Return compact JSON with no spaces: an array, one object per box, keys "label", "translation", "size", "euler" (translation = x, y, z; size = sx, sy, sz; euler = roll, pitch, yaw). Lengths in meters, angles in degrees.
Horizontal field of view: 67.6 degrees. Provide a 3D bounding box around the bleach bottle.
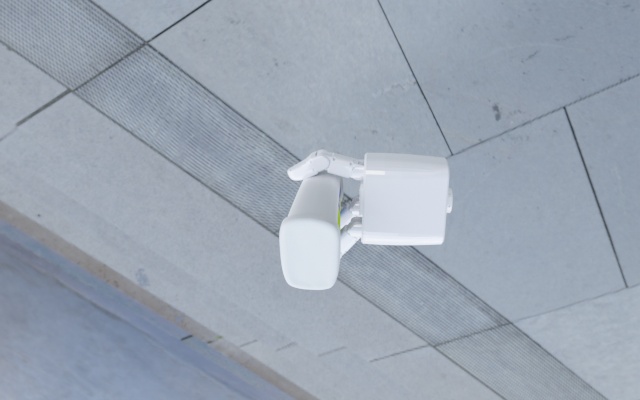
[{"label":"bleach bottle","translation":[0.000,0.002,0.637],"size":[0.068,0.103,0.250],"euler":[3,30,5]}]
